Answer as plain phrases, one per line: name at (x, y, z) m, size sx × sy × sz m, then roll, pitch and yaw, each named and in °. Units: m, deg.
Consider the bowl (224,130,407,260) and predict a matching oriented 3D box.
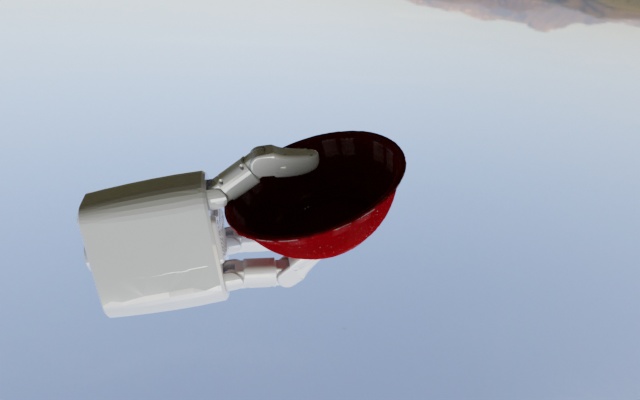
bowl at (0.001, 0.001, 0.423) m, size 0.162 × 0.055 × 0.162 m, roll -14°, pitch 33°, yaw 9°
